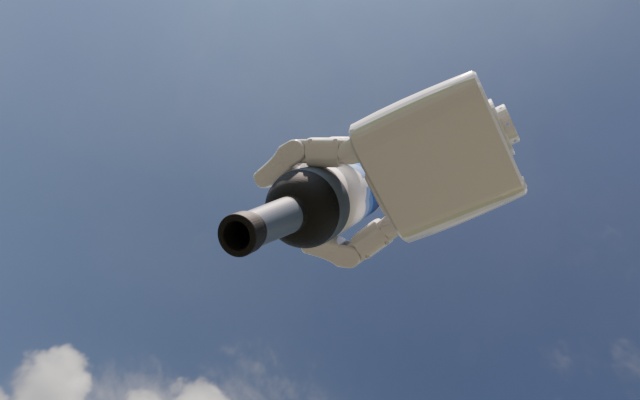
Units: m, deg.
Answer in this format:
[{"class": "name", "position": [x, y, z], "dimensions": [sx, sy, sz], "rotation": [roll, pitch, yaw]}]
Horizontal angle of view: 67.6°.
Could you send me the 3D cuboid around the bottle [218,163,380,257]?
[{"class": "bottle", "position": [0.000, 0.001, 0.428], "dimensions": [0.069, 0.069, 0.295], "rotation": [0, 8, 21]}]
